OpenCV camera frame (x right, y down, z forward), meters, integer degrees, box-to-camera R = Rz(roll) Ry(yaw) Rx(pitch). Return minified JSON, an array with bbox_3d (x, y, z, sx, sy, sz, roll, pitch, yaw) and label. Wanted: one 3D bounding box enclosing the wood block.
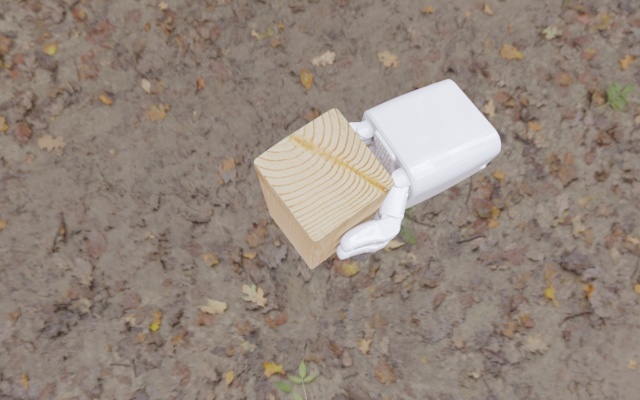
[{"bbox_3d":[0.000,0.001,0.503,0.090,0.091,0.206,-35,-11,-10],"label":"wood block"}]
